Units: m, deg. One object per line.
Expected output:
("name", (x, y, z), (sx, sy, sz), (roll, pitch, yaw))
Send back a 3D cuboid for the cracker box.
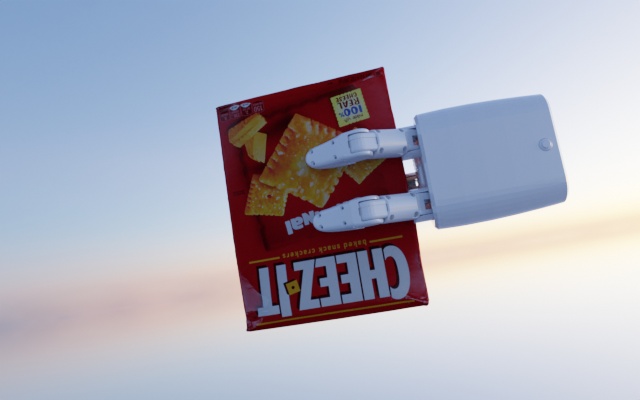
("cracker box", (0.000, 0.001, 0.446), (0.164, 0.213, 0.072), (-11, -9, 8))
